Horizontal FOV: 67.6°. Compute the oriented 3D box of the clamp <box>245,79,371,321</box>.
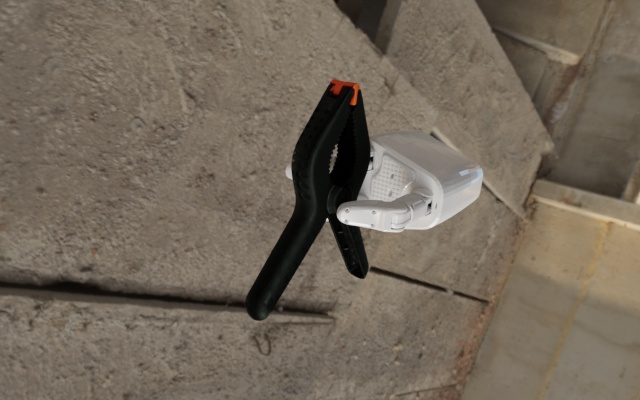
[{"bbox_3d":[0.001,0.001,0.426,0.036,0.210,0.164,19,25,35],"label":"clamp"}]
